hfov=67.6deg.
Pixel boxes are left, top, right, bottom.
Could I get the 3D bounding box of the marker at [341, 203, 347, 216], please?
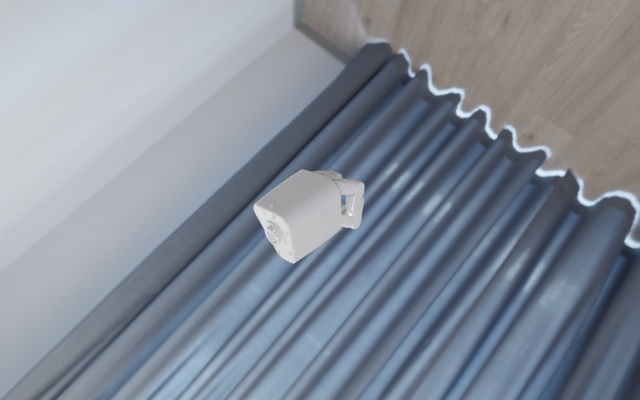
[{"bbox_3d":[0.000,0.003,0.826,0.020,0.020,0.121,0,13,-42],"label":"marker"}]
